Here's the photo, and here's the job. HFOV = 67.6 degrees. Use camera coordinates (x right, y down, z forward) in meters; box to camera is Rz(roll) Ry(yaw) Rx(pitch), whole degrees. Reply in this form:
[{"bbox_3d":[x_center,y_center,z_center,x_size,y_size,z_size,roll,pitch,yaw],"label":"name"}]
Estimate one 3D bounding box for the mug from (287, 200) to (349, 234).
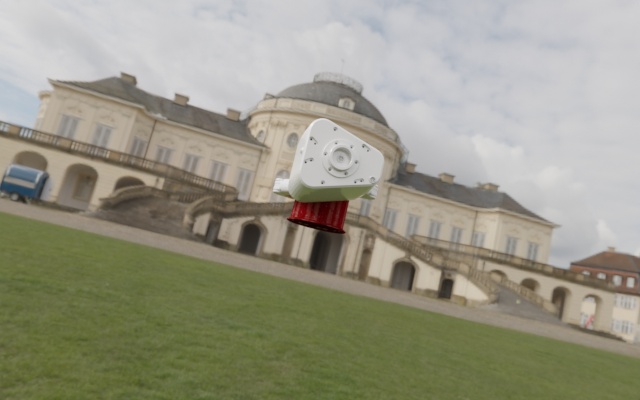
[{"bbox_3d":[0.000,0.002,0.749,0.093,0.081,0.117,15,-9,-8],"label":"mug"}]
